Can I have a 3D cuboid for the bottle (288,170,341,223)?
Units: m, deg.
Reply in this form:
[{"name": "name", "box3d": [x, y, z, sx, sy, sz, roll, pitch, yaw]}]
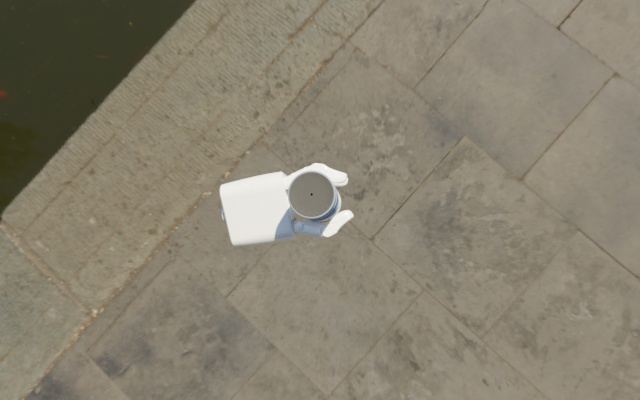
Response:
[{"name": "bottle", "box3d": [0.000, 0.003, 0.795, 0.069, 0.069, 0.296, 0, -4, 5]}]
